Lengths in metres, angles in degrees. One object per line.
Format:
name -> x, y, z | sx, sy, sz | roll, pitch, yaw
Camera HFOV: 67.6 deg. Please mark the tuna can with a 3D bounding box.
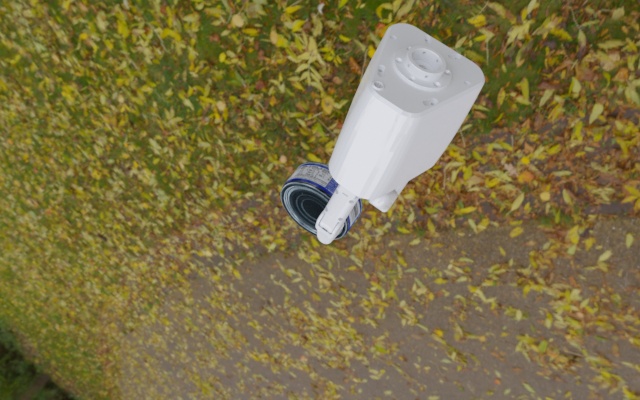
tuna can -> 0.000, 0.002, 0.513 | 0.086, 0.086, 0.033 | 0, 42, 43
